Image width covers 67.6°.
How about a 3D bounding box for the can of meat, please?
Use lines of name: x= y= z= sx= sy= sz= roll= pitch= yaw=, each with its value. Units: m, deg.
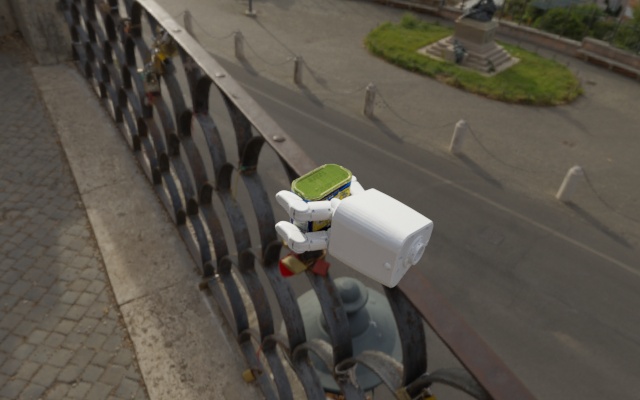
can of meat: x=0.000 y=0.002 z=0.713 sx=0.057 sy=0.084 sz=0.102 roll=32 pitch=45 yaw=30
